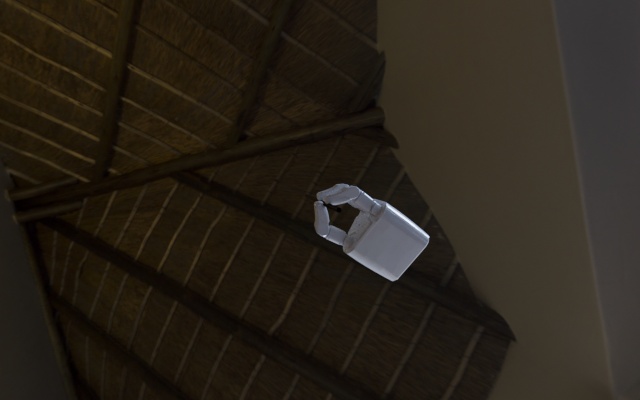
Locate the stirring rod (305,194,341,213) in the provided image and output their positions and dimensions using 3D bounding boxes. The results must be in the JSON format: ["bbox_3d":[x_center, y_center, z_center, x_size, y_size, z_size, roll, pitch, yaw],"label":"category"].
[{"bbox_3d":[0.000,0.003,0.845,0.011,0.011,0.239,0,6,-14],"label":"stirring rod"}]
